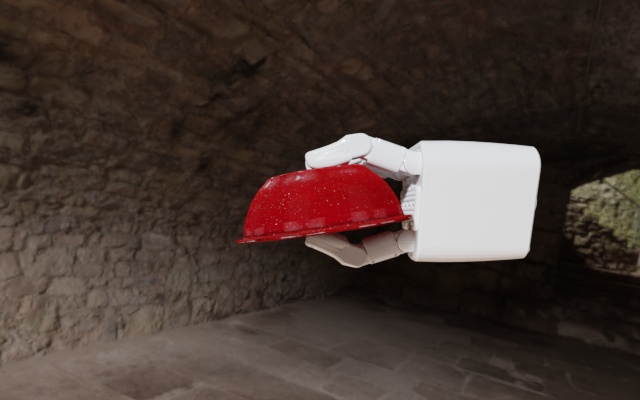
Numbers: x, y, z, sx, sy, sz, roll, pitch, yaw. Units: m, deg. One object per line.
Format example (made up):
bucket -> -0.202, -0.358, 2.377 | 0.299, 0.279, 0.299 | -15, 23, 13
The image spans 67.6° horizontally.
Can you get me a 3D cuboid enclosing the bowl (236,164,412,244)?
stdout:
bowl -> -0.001, 0.001, 0.440 | 0.162, 0.055, 0.162 | -9, -2, 0
